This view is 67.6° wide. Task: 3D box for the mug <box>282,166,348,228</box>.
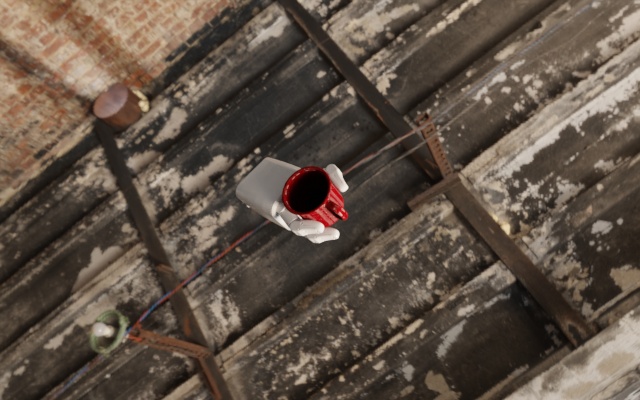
[{"bbox_3d":[0.001,0.003,0.841,0.117,0.093,0.081,25,-11,33],"label":"mug"}]
